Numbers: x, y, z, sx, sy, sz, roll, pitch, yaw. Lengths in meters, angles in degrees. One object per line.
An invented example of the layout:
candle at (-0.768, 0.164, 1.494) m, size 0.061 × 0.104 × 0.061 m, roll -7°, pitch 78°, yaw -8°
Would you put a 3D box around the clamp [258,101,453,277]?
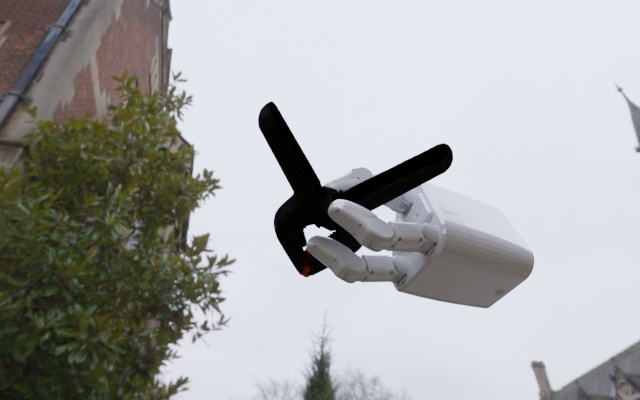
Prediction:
clamp at (0.000, 0.001, 0.450) m, size 0.164 × 0.036 × 0.210 m, roll 18°, pitch -45°, yaw -13°
